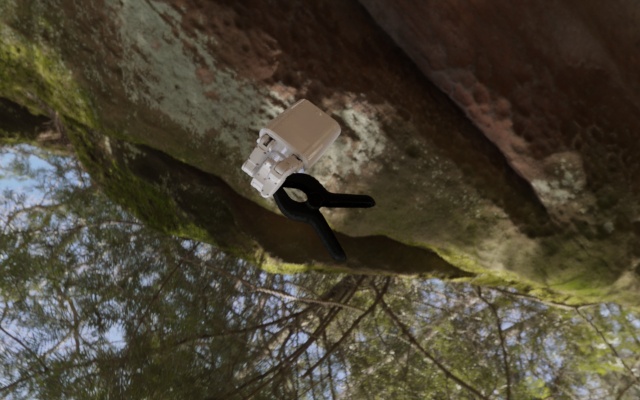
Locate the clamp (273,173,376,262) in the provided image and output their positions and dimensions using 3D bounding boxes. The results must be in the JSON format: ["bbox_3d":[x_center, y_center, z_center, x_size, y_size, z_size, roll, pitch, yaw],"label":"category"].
[{"bbox_3d":[0.000,0.003,0.744,0.171,0.120,0.039,39,-32,4],"label":"clamp"}]
